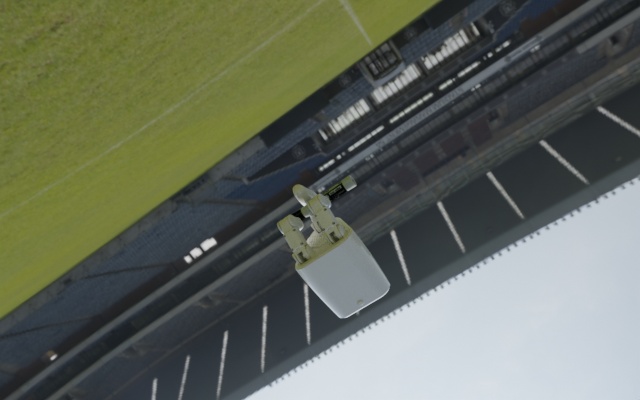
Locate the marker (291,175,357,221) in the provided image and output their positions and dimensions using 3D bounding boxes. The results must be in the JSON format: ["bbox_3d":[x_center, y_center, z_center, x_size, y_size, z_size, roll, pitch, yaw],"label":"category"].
[{"bbox_3d":[0.000,0.002,0.723,0.121,0.020,0.020,-34,-10,15],"label":"marker"}]
